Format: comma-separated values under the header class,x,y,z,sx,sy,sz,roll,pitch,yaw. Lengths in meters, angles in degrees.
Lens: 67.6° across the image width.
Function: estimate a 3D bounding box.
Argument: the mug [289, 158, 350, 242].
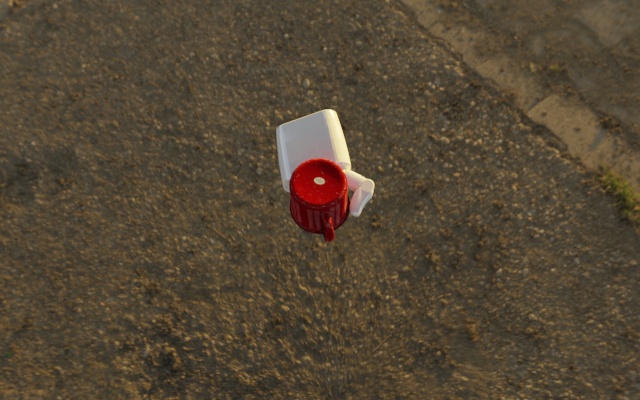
class,x,y,z,sx,sy,sz,roll,pitch,yaw
mug,0.000,0.003,0.687,0.093,0.117,0.081,-10,-25,-3
